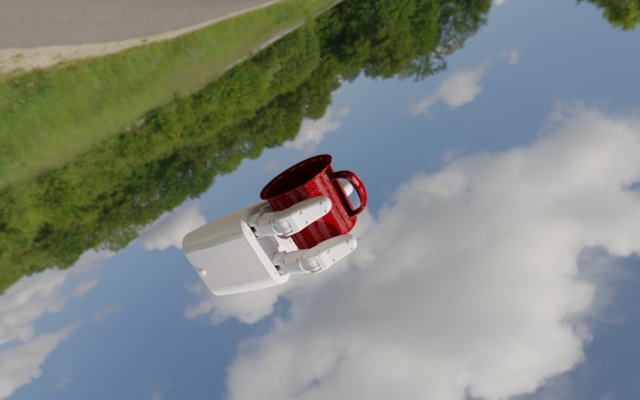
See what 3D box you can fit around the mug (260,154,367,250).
[{"bbox_3d":[0.001,0.002,0.543,0.117,0.081,0.093,-18,22,31],"label":"mug"}]
